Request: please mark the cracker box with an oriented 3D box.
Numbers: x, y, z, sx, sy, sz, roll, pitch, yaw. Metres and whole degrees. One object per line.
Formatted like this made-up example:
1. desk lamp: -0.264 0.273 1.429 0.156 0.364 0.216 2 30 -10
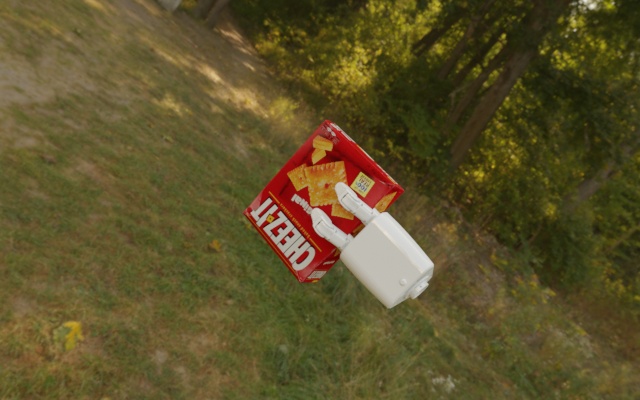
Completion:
1. cracker box: 0.000 0.002 0.774 0.164 0.214 0.072 48 12 22
